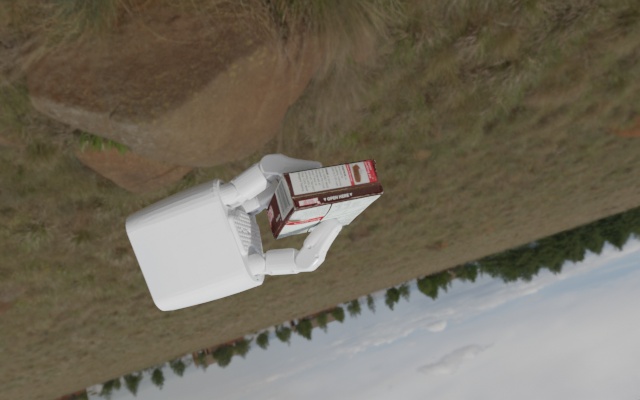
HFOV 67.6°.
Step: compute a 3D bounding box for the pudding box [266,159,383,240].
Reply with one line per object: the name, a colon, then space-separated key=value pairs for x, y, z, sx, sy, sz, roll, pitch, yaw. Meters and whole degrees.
pudding box: x=0.000 y=0.002 z=0.473 sx=0.090 sy=0.039 sz=0.113 roll=-11 pitch=-13 yaw=-18
